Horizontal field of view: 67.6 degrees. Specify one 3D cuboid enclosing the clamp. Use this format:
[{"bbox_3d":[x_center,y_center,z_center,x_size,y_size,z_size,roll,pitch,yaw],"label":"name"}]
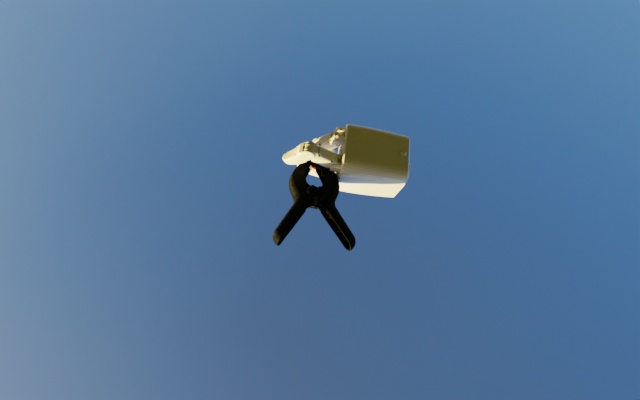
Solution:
[{"bbox_3d":[0.000,0.003,0.728,0.120,0.171,0.039,16,-31,-11],"label":"clamp"}]
